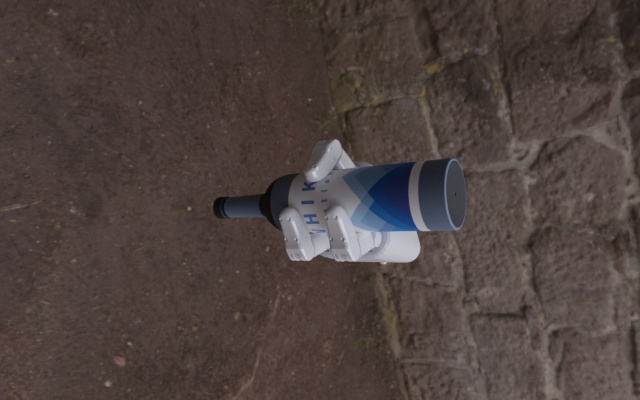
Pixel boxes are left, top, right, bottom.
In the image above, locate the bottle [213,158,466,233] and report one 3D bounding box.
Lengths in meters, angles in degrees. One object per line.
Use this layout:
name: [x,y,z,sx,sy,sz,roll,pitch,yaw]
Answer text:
bottle: [0.000,0.002,0.515,0.296,0.069,0.069,-3,-2,32]
